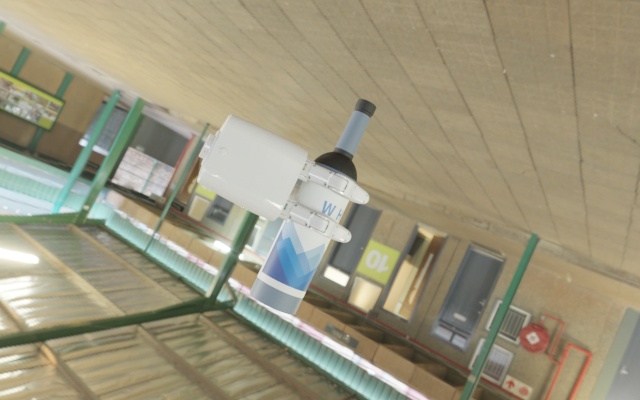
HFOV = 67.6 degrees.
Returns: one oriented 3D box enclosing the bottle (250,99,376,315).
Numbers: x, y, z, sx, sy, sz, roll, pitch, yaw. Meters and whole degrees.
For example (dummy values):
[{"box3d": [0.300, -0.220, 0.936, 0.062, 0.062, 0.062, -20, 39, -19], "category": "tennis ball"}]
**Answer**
[{"box3d": [0.000, 0.002, 0.633, 0.069, 0.295, 0.069, 25, -4, 2], "category": "bottle"}]
